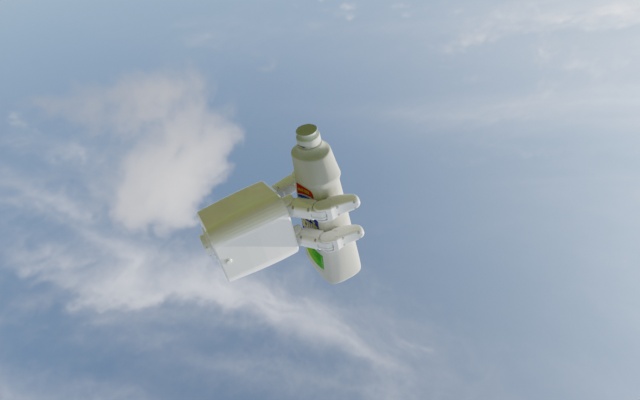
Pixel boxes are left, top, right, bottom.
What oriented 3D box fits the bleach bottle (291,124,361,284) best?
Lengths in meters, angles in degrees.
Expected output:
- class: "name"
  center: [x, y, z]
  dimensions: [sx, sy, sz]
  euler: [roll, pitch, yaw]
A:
- class: "bleach bottle"
  center: [0.000, 0.002, 0.682]
  dimensions: [0.068, 0.251, 0.102]
  euler: [-25, 41, -15]
